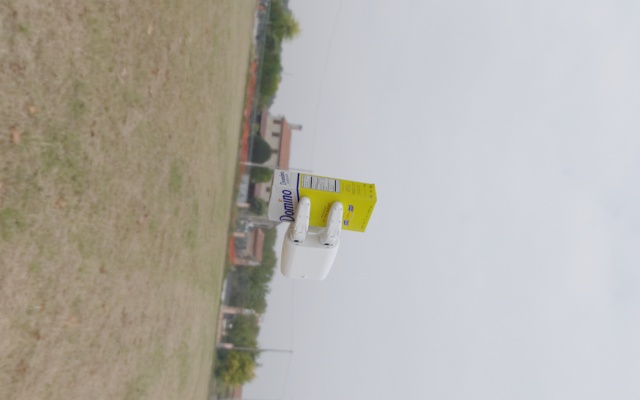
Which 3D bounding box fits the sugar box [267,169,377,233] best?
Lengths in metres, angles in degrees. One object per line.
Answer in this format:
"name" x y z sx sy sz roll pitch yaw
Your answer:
"sugar box" 0.000 0.003 0.818 0.176 0.048 0.093 6 -43 -8
